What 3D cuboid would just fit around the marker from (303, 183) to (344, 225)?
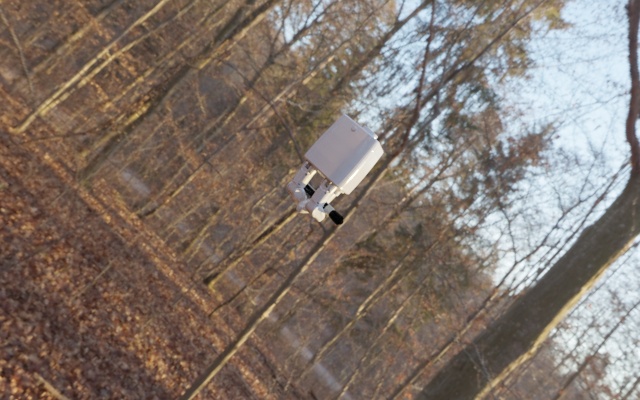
[{"bbox_3d":[0.000,0.003,0.877,0.121,0.020,0.020,45,25,28],"label":"marker"}]
